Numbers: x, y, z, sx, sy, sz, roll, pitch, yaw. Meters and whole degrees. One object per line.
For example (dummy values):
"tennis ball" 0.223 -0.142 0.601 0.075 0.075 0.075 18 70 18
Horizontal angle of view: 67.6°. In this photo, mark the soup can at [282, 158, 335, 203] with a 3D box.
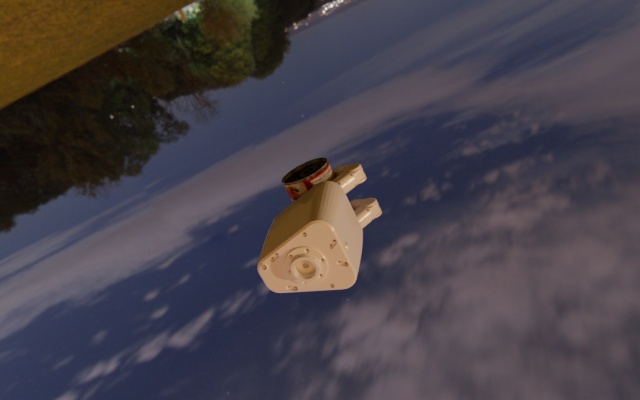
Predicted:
"soup can" 0.000 0.002 0.651 0.068 0.102 0.068 -24 20 9
